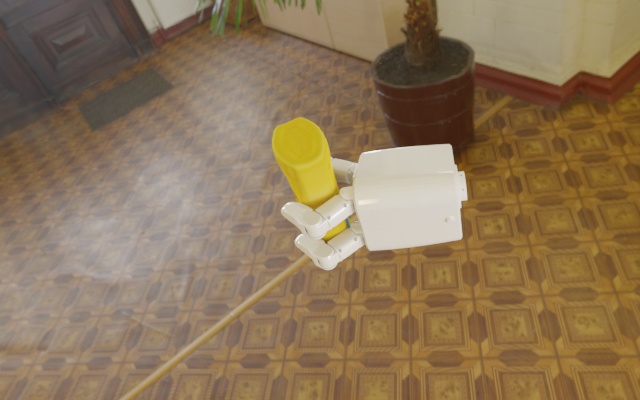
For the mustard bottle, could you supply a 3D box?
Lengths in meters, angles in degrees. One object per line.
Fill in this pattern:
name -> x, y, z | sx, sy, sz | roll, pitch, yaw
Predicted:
mustard bottle -> 0.000, 0.002, 0.571 | 0.058, 0.192, 0.096 | -24, 42, -4
